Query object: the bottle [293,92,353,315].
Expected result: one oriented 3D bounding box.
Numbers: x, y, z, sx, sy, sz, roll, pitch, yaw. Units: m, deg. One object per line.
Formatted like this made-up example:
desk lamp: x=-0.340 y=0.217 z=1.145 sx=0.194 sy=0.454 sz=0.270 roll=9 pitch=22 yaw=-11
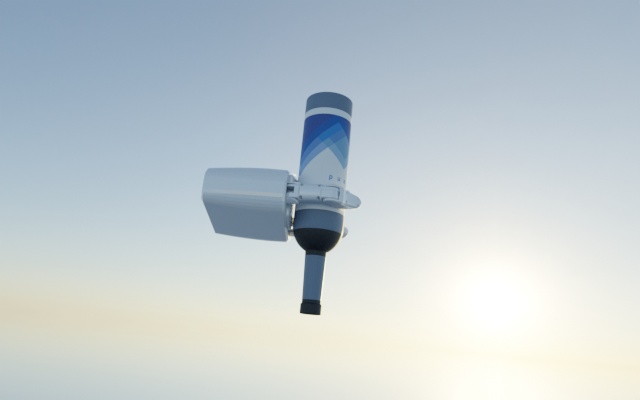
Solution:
bottle: x=0.000 y=0.002 z=0.639 sx=0.069 sy=0.295 sz=0.069 roll=5 pitch=-16 yaw=1
